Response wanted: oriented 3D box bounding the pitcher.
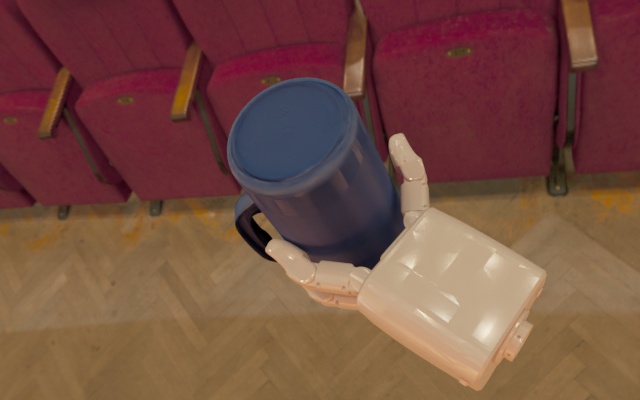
[{"bbox_3d":[0.000,0.002,0.461,0.145,0.149,0.243,33,-12,30],"label":"pitcher"}]
